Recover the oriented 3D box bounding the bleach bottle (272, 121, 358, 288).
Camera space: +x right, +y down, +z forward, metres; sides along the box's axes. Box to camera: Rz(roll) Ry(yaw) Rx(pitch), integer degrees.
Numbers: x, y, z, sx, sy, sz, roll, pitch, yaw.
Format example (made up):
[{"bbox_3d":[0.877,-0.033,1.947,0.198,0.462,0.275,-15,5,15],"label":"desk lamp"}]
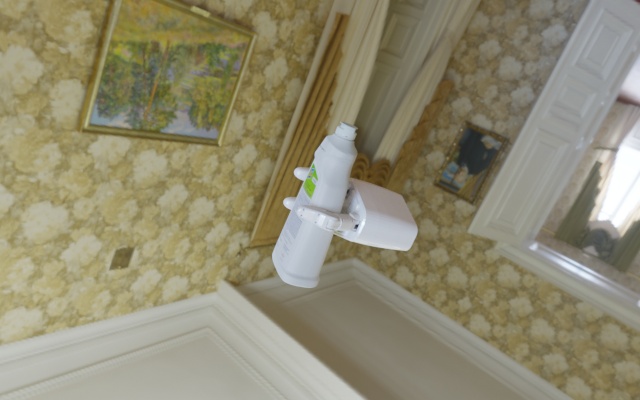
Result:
[{"bbox_3d":[0.000,0.002,0.738,0.068,0.251,0.102,14,18,-25],"label":"bleach bottle"}]
